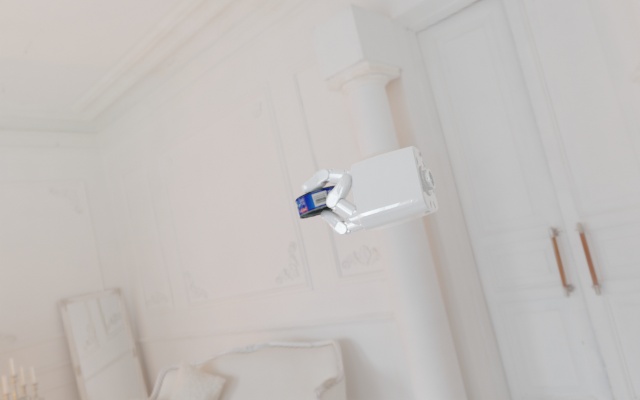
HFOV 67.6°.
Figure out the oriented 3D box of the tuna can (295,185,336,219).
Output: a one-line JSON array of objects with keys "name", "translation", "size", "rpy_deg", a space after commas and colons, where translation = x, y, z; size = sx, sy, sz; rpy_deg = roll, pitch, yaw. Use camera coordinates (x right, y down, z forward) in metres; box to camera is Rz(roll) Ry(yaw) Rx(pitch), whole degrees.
[{"name": "tuna can", "translation": [0.000, 0.002, 0.830], "size": [0.086, 0.033, 0.086], "rpy_deg": [-17, -8, -3]}]
